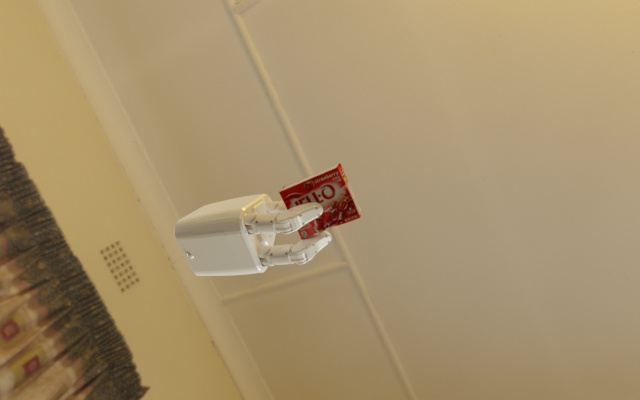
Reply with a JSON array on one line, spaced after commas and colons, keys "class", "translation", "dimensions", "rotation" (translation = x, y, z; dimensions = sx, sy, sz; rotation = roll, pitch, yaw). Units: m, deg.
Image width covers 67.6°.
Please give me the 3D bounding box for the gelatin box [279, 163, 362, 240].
[{"class": "gelatin box", "translation": [0.000, 0.002, 0.630], "dimensions": [0.089, 0.073, 0.030], "rotation": [-21, 12, 16]}]
